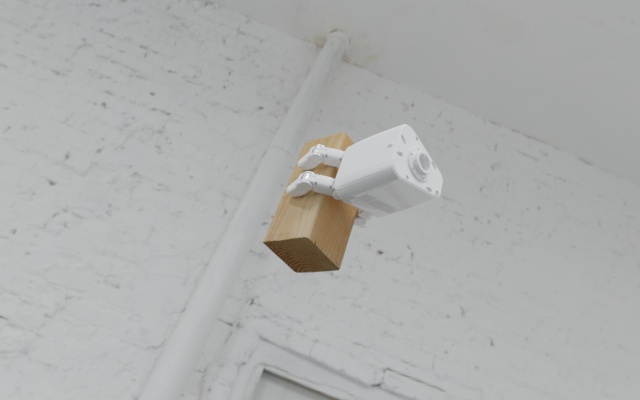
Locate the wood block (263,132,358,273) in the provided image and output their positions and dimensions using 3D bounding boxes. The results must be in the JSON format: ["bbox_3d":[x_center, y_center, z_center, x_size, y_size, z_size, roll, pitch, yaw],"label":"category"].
[{"bbox_3d":[0.001,0.003,0.760,0.090,0.206,0.091,-10,-44,37],"label":"wood block"}]
